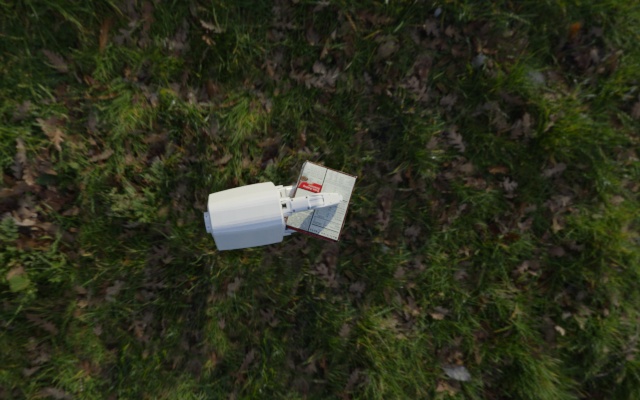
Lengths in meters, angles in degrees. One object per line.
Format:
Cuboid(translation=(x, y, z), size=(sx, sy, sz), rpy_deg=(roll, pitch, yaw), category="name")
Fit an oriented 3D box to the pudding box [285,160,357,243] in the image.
Cuboid(translation=(0.000, 0.002, 0.764), size=(0.090, 0.113, 0.039), rpy_deg=(18, -7, -5), category="pudding box")
